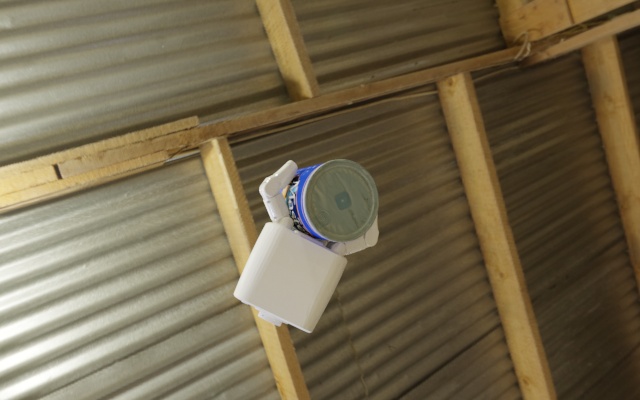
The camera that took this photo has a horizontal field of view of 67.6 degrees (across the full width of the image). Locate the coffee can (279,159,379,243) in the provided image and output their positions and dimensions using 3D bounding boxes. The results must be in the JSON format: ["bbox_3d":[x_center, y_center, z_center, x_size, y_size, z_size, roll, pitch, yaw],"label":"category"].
[{"bbox_3d":[0.000,0.002,0.649,0.103,0.103,0.140,0,-1,-24],"label":"coffee can"}]
